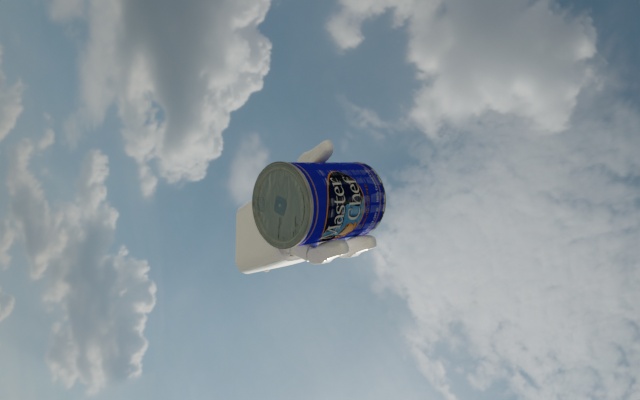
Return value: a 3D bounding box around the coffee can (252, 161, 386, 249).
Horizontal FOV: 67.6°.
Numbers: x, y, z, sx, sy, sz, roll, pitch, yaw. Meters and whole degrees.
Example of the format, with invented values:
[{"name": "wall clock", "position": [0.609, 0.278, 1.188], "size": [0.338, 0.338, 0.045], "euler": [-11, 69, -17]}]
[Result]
[{"name": "coffee can", "position": [0.000, 0.002, 0.604], "size": [0.103, 0.103, 0.140], "euler": [0, 3, 44]}]
